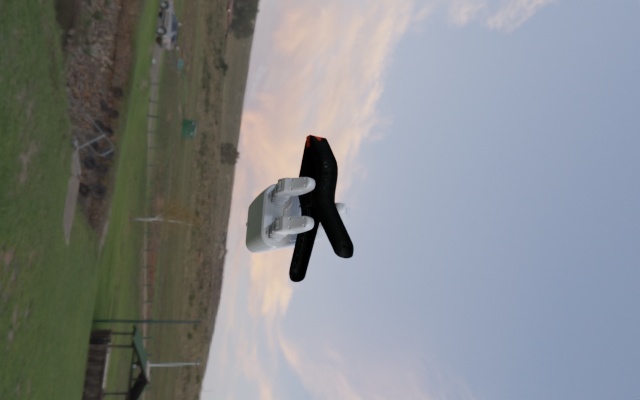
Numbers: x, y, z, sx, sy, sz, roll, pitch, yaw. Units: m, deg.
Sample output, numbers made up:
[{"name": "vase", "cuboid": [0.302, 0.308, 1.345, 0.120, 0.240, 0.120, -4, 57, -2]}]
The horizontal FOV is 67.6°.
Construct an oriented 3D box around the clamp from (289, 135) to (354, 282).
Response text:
[{"name": "clamp", "cuboid": [0.001, 0.002, 0.661, 0.036, 0.210, 0.164, 9, -16, -25]}]
